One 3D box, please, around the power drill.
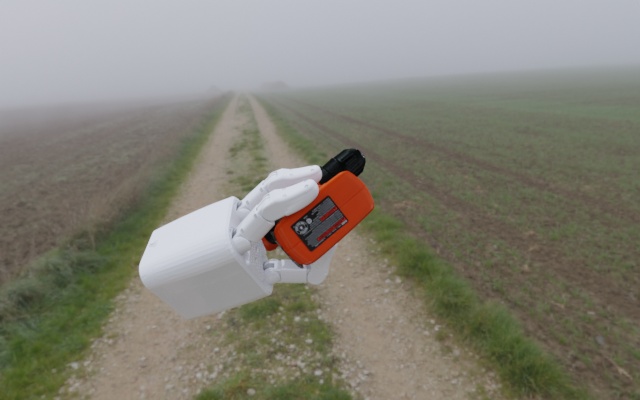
[{"bbox_3d":[0.000,0.002,0.568,0.184,0.057,0.187,-42,9,-5],"label":"power drill"}]
